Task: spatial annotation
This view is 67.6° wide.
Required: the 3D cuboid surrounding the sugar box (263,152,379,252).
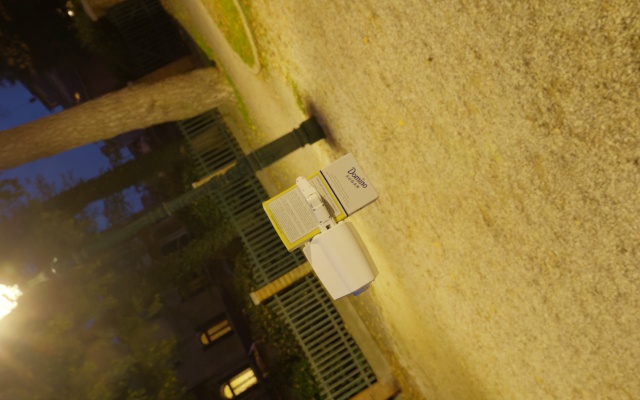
[{"bbox_3d":[0.000,0.003,0.809,0.176,0.093,0.048,-29,-8,-9],"label":"sugar box"}]
